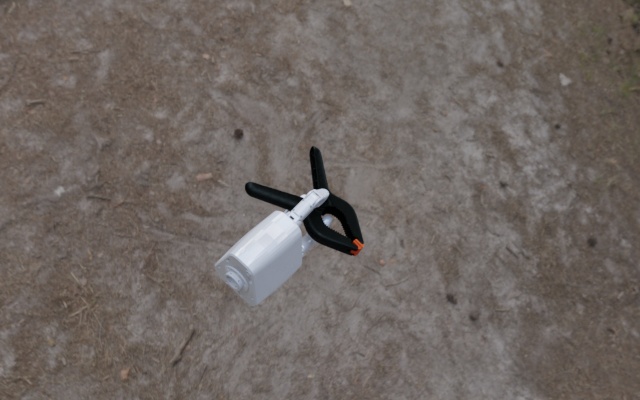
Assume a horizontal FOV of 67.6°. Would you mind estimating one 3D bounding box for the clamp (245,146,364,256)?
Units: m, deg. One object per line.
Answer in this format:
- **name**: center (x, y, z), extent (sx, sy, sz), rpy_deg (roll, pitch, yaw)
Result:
- **clamp**: center (0.001, 0.003, 0.804), extent (0.164, 0.210, 0.036), rpy_deg (-42, -12, -34)
